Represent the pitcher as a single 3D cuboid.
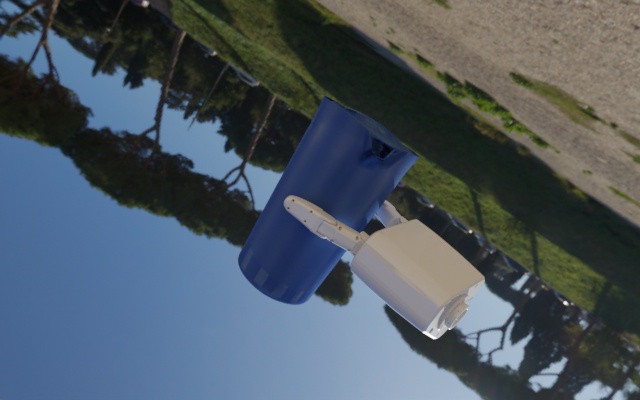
[{"bbox_3d":[0.000,0.002,0.600,0.145,0.243,0.149,40,15,27],"label":"pitcher"}]
